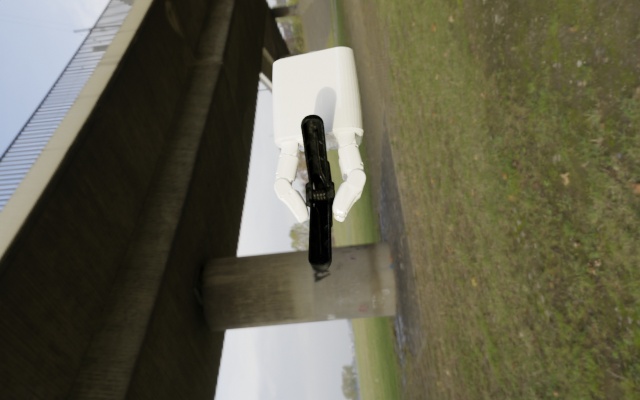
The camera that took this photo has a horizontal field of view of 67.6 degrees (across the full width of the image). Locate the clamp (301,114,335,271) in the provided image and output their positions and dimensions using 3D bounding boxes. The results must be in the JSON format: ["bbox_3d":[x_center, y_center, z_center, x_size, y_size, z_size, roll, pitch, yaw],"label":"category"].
[{"bbox_3d":[-0.001,0.002,0.588,0.036,0.164,0.210,-2,-7,3],"label":"clamp"}]
